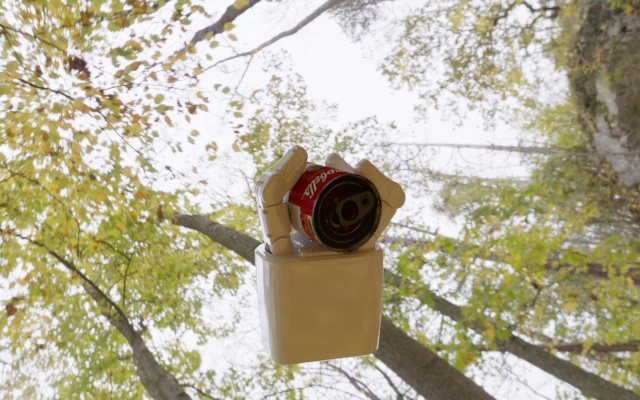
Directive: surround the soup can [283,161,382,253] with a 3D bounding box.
[{"bbox_3d":[0.000,0.001,0.441,0.068,0.068,0.102,0,11,-29],"label":"soup can"}]
